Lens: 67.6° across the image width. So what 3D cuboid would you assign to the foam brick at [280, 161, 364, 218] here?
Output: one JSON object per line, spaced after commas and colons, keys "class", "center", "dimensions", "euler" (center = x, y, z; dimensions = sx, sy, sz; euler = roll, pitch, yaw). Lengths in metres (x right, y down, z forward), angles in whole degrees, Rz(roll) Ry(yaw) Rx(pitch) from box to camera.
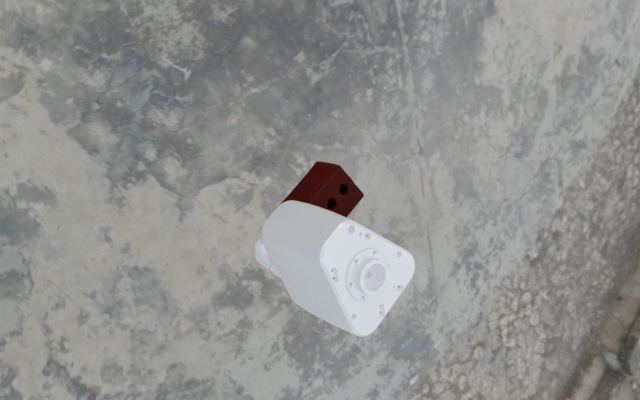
{"class": "foam brick", "center": [0.000, 0.001, 0.542], "dimensions": [0.053, 0.078, 0.051], "euler": [48, -18, -27]}
